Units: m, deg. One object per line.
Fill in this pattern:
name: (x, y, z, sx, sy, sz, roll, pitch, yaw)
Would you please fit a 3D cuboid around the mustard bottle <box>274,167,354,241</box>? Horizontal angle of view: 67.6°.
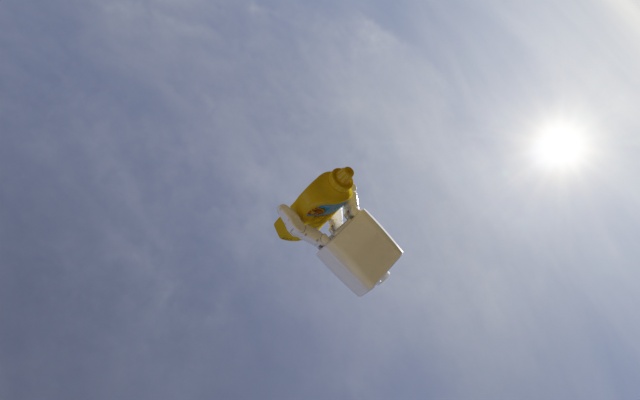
mustard bottle: (0.000, 0.003, 0.818, 0.096, 0.058, 0.192, -10, -24, -38)
